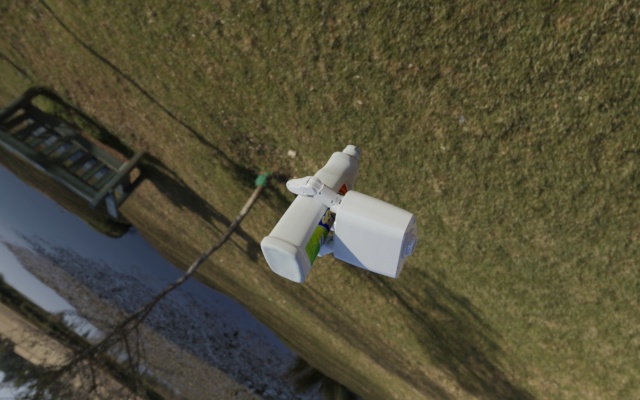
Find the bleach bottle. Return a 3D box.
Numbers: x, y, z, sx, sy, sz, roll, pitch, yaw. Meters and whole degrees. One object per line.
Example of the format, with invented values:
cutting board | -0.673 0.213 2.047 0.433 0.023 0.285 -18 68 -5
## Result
bleach bottle | 0.000 0.003 0.767 0.068 0.250 0.103 19 -31 20
